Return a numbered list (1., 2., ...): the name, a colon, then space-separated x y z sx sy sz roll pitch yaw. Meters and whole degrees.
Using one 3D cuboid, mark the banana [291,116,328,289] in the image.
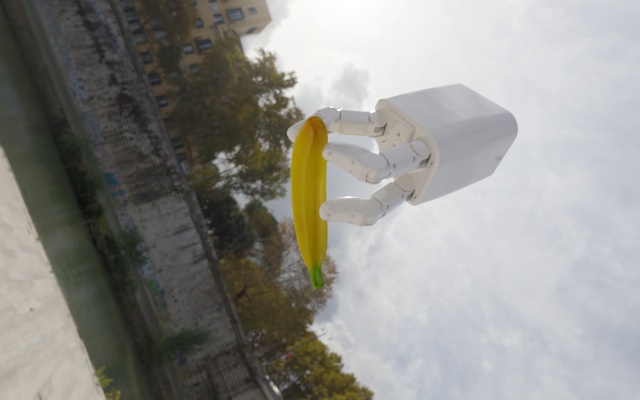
1. banana: -0.007 -0.004 0.503 0.037 0.198 0.069 -15 33 -19
